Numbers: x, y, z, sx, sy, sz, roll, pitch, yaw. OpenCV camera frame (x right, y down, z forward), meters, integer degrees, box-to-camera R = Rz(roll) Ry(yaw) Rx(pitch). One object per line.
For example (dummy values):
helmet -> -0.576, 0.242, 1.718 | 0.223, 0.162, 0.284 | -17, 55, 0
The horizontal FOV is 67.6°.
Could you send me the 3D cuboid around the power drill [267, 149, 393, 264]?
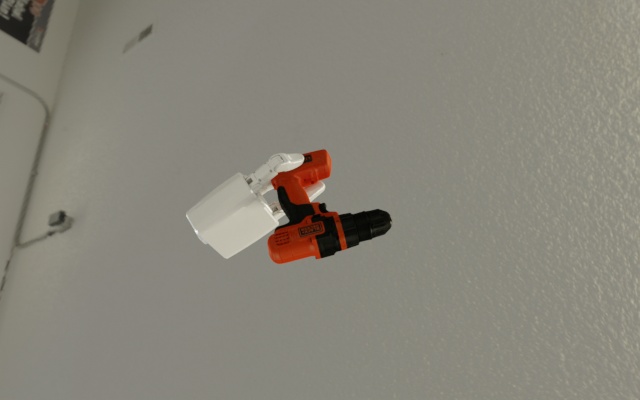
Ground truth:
power drill -> 0.000, 0.002, 0.736 | 0.184, 0.057, 0.187 | -14, 45, -3
